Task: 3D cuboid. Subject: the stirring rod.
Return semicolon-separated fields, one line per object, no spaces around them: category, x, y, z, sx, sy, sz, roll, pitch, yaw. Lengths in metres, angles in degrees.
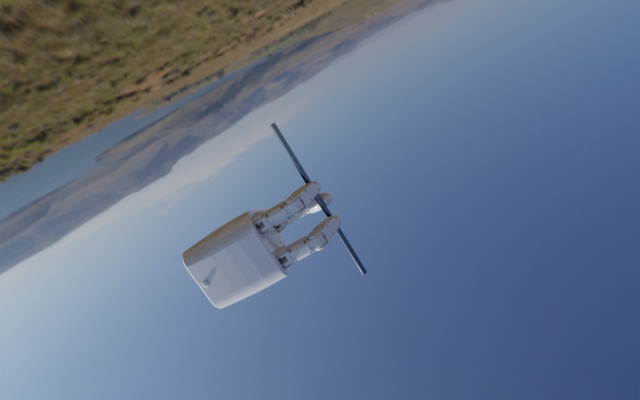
stirring rod;0.000;0.002;0.636;0.011;0.239;0.011;-30;15;9
